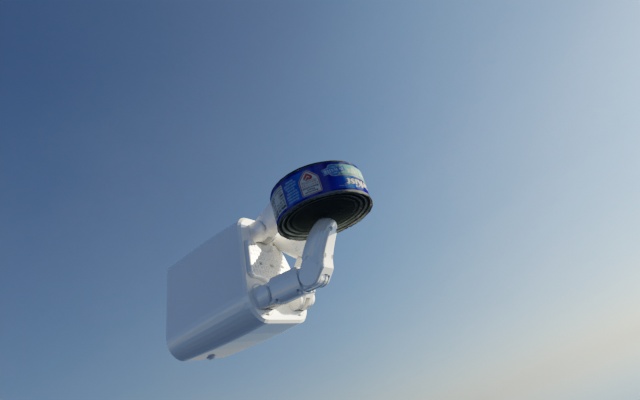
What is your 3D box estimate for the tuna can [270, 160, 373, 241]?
[{"bbox_3d":[0.000,0.001,0.418,0.086,0.033,0.086,-14,-26,-7],"label":"tuna can"}]
